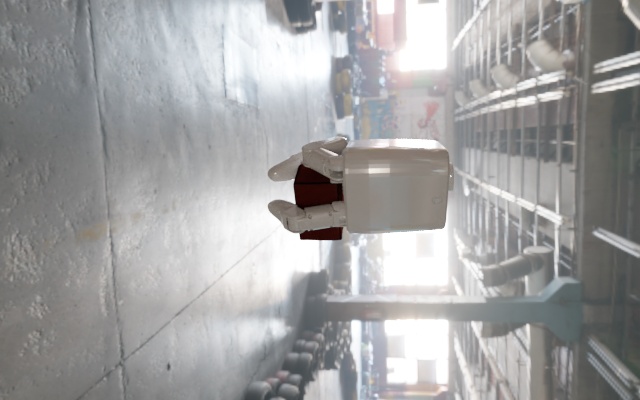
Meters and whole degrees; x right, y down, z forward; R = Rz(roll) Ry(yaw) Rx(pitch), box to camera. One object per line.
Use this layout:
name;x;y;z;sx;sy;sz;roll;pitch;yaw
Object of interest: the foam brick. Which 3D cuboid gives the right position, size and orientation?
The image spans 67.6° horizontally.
foam brick;0.000;0.002;0.556;0.051;0.078;0.053;-1;30;7
